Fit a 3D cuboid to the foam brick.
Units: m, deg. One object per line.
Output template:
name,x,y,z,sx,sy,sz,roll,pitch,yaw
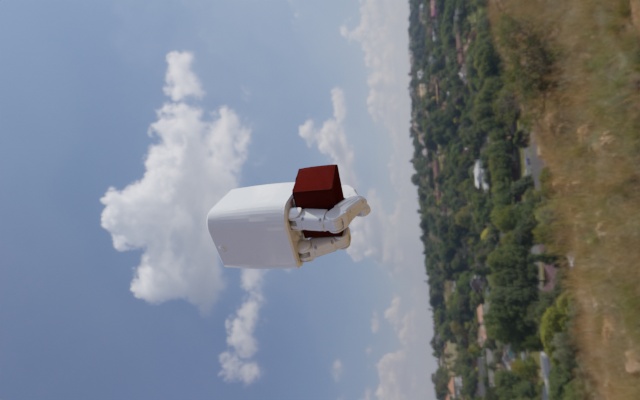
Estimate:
foam brick,0.000,0.002,0.601,0.051,0.078,0.053,-3,38,13
